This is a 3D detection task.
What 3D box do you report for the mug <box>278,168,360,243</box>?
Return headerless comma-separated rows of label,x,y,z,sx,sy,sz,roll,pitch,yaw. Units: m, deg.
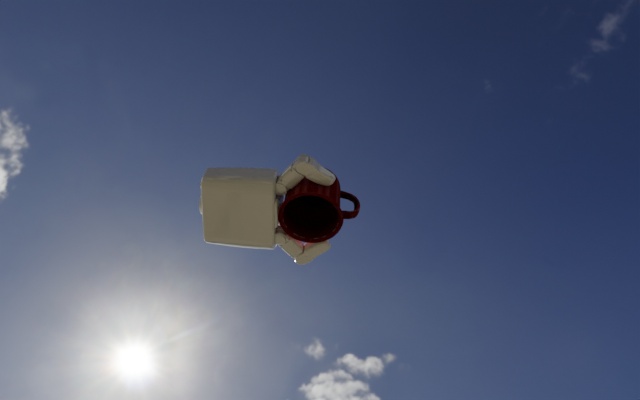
mug,0.002,0.002,0.705,0.117,0.093,0.081,3,38,2
